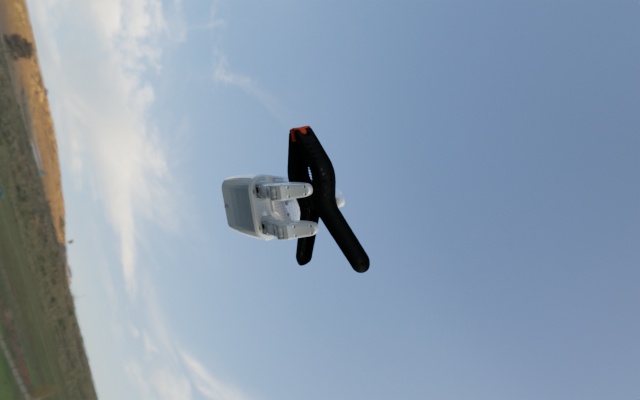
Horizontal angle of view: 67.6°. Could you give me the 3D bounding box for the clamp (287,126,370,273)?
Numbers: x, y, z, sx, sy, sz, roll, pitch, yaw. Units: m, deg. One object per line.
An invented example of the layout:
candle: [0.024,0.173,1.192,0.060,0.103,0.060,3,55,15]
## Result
clamp: [0.001,0.001,0.657,0.036,0.210,0.164,-16,12,-33]
